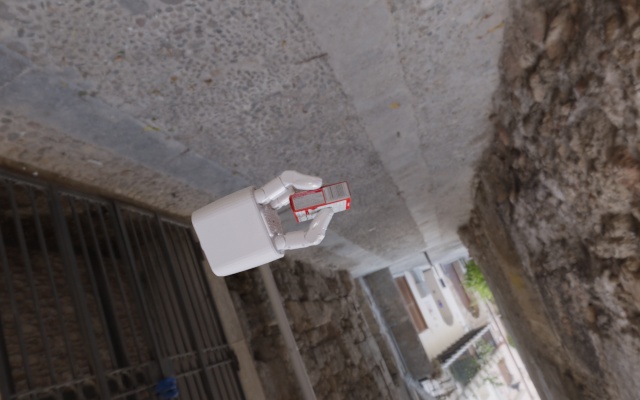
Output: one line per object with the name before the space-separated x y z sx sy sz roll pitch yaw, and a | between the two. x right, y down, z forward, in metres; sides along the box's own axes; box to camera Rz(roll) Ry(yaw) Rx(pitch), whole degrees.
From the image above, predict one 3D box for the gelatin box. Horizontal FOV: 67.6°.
gelatin box | 0.001 0.003 0.722 0.089 0.030 0.073 -14 -14 -1
